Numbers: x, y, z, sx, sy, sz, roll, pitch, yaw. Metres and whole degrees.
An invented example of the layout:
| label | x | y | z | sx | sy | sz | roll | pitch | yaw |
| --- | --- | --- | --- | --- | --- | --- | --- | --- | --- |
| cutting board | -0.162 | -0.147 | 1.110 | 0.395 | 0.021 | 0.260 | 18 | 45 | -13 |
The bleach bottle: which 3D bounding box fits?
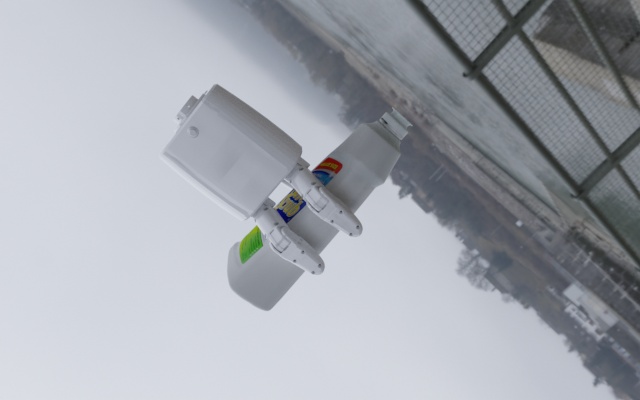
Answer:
| label | x | y | z | sx | sy | sz | roll | pitch | yaw |
| --- | --- | --- | --- | --- | --- | --- | --- | --- | --- |
| bleach bottle | 0.000 | 0.002 | 0.519 | 0.068 | 0.251 | 0.102 | 38 | 13 | -20 |
